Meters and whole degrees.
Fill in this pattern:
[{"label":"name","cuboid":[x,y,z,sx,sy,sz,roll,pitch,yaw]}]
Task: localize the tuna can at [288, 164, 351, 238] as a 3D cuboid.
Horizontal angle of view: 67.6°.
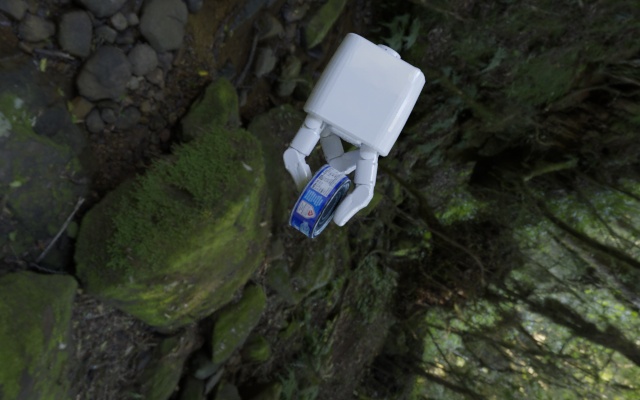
[{"label":"tuna can","cuboid":[0.001,0.002,0.568,0.034,0.086,0.086,33,7,11]}]
